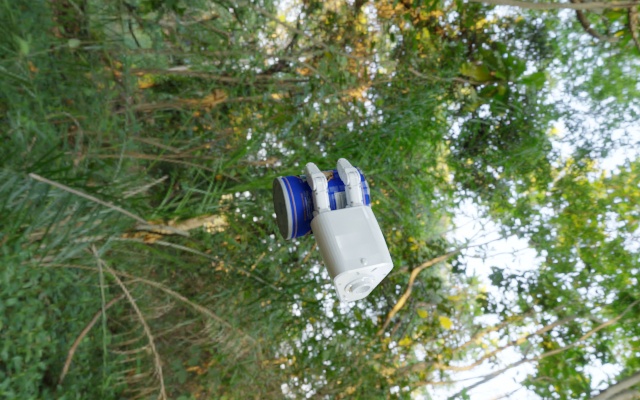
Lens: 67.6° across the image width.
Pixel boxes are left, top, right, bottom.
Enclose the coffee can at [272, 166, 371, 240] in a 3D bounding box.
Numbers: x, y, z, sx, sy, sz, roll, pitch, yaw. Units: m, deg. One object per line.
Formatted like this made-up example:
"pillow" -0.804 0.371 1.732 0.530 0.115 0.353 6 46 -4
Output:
"coffee can" 0.000 0.003 0.795 0.140 0.103 0.103 -9 3 -16
